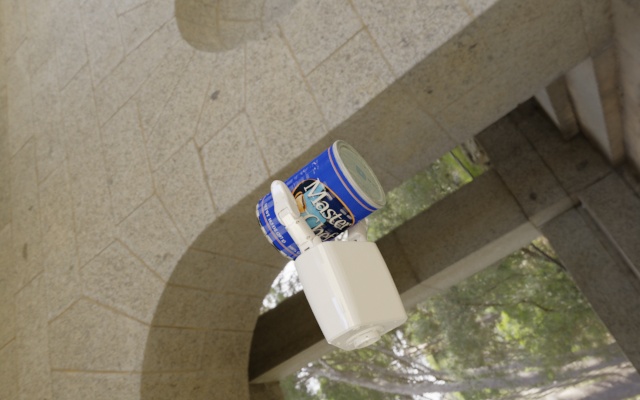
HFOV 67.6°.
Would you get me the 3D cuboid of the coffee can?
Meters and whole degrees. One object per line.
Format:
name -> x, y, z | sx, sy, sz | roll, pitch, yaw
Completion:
coffee can -> 0.000, 0.002, 0.632 | 0.140, 0.102, 0.103 | -36, -14, 21
